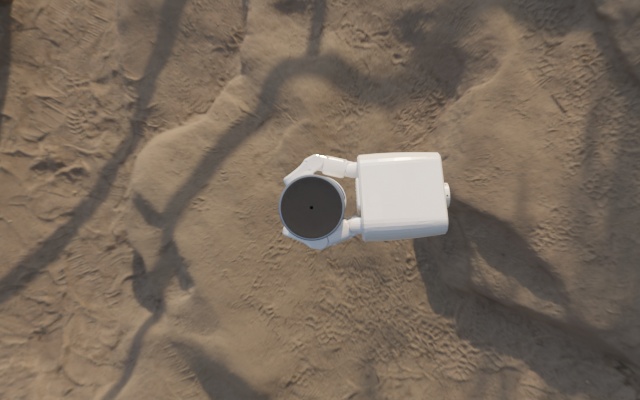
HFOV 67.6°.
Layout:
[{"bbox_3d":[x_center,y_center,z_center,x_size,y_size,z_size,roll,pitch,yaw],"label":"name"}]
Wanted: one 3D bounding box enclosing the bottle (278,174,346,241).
[{"bbox_3d":[0.000,0.002,0.620,0.069,0.069,0.295,0,2,4],"label":"bottle"}]
